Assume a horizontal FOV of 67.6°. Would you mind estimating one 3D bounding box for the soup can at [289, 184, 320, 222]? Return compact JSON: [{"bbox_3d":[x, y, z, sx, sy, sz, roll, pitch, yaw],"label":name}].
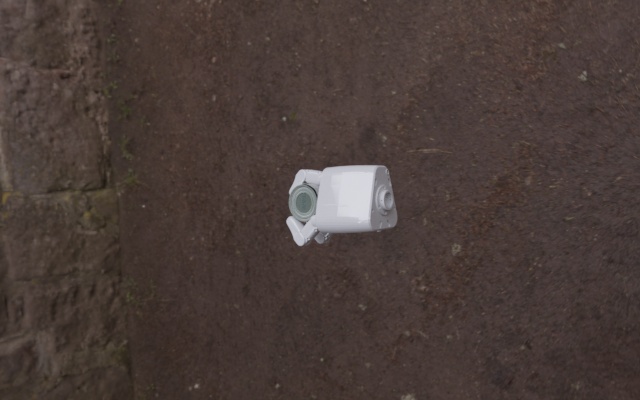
[{"bbox_3d":[0.000,0.003,0.864,0.068,0.068,0.102,0,2,38],"label":"soup can"}]
